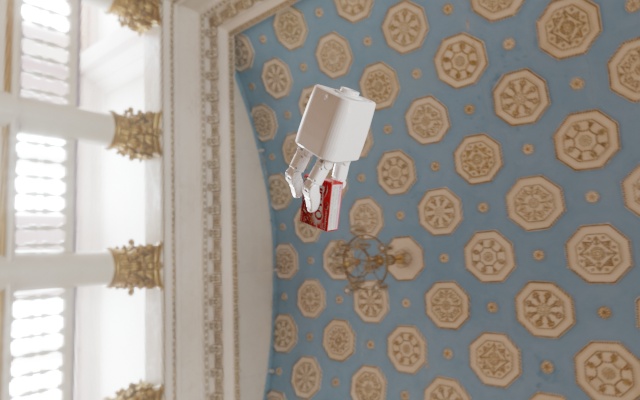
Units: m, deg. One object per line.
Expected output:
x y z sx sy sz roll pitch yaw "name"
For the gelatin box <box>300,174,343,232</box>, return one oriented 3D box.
0.000 0.003 0.843 0.030 0.089 0.073 -6 18 -43 "gelatin box"
